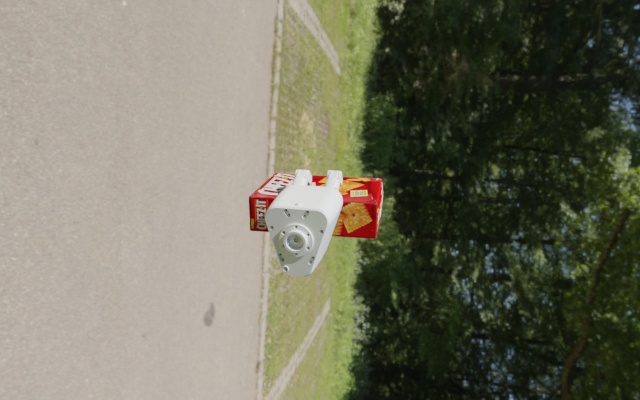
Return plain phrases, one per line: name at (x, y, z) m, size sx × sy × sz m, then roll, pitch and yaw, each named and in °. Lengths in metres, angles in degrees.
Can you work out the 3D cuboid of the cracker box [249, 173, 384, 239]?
cracker box at (0.000, 0.003, 0.849) m, size 0.213 × 0.072 × 0.164 m, roll 4°, pitch 17°, yaw 10°
